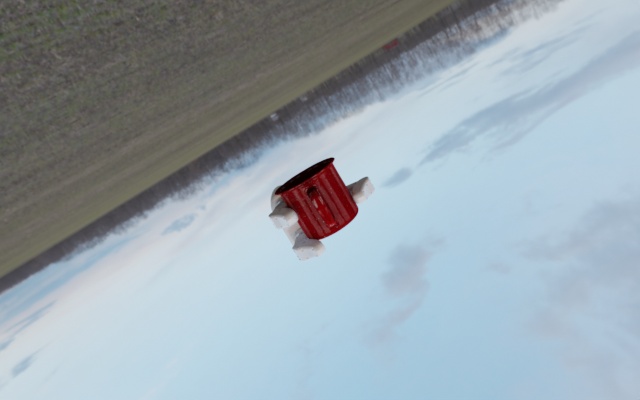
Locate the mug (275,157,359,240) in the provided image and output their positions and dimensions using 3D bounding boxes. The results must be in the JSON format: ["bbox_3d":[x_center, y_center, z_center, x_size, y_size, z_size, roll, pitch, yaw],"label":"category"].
[{"bbox_3d":[0.000,0.002,0.631,0.093,0.081,0.117,-31,12,-1],"label":"mug"}]
